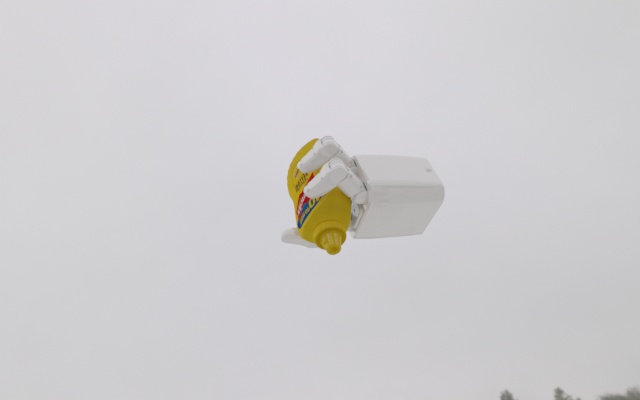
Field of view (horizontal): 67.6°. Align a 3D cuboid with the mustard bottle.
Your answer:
[{"bbox_3d":[0.000,0.002,0.648,0.058,0.096,0.191,21,30,-27],"label":"mustard bottle"}]
